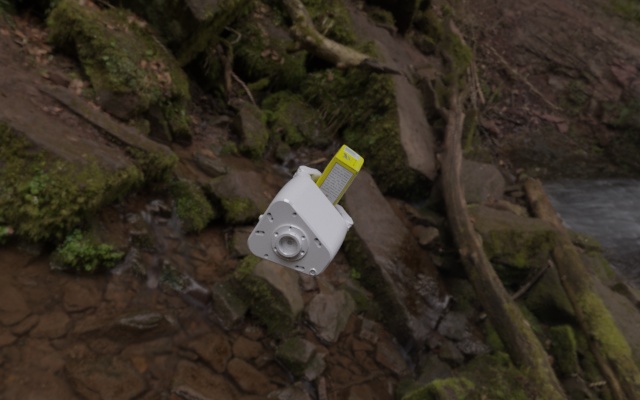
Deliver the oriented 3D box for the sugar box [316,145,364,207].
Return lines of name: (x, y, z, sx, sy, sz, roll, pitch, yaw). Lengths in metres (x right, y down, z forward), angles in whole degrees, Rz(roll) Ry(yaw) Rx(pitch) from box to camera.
sugar box: (0.000, 0.002, 0.750, 0.048, 0.176, 0.093, 36, 20, -1)
